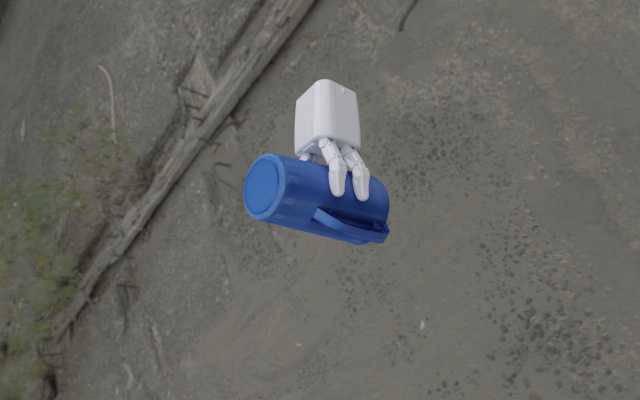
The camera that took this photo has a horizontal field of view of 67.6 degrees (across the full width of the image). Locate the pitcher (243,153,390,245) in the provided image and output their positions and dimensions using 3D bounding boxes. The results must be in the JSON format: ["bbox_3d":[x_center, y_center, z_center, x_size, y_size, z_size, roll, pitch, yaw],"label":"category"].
[{"bbox_3d":[0.000,0.002,0.812,0.243,0.145,0.149,13,-21,-42],"label":"pitcher"}]
